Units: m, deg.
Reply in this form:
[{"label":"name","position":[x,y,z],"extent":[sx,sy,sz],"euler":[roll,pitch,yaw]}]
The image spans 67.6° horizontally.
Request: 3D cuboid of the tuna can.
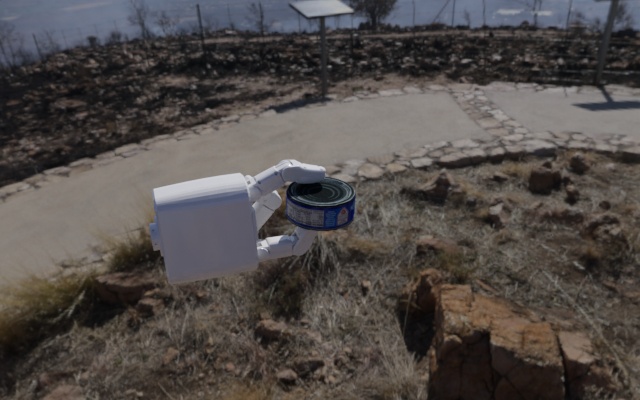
[{"label":"tuna can","position":[0.000,0.001,0.582],"extent":[0.086,0.034,0.086],"euler":[2,27,-1]}]
